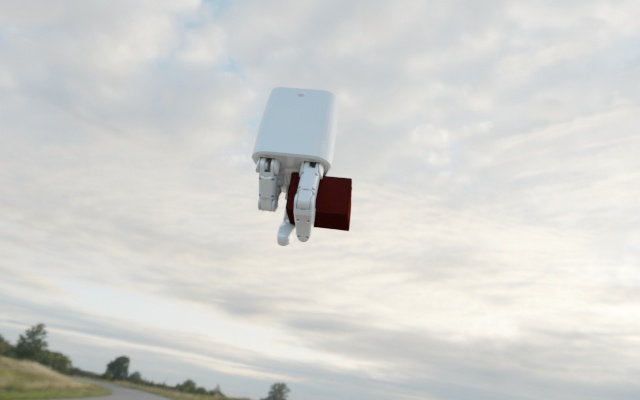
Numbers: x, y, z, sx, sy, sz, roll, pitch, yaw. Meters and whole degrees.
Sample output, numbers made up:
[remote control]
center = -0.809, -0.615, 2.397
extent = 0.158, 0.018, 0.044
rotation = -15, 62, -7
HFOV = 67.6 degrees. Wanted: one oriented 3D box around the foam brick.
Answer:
[foam brick]
center = 0.000, 0.002, 0.596
extent = 0.078, 0.051, 0.053
rotation = 6, -26, 7
